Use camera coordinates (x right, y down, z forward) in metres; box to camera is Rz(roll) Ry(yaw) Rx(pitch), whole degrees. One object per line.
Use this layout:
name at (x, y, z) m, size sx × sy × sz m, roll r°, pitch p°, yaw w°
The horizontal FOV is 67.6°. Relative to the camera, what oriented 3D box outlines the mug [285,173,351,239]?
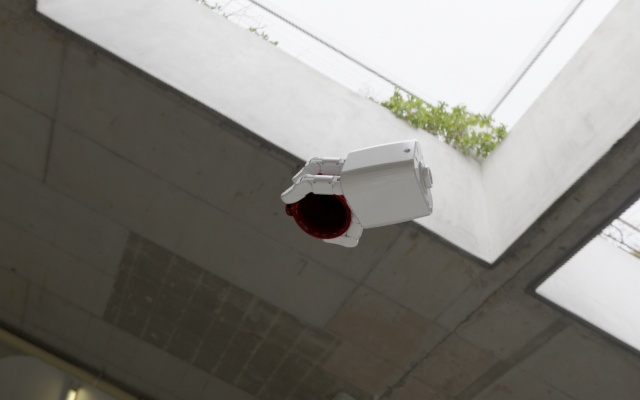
mug at (-0.001, 0.003, 0.762) m, size 0.117 × 0.093 × 0.081 m, roll -10°, pitch 28°, yaw 22°
